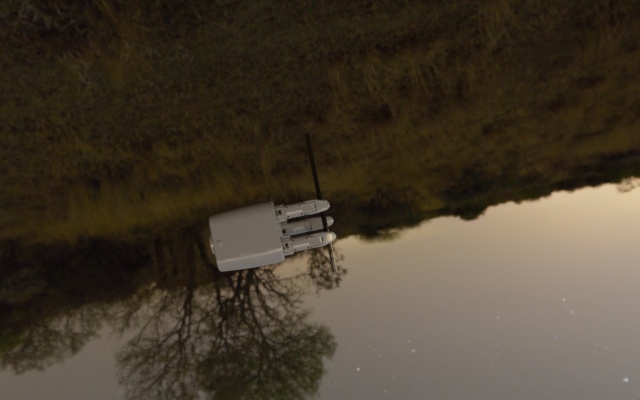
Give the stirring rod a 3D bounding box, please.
[{"bbox_3d":[0.000,0.003,0.816,0.011,0.239,0.011,-12,-3,-1],"label":"stirring rod"}]
